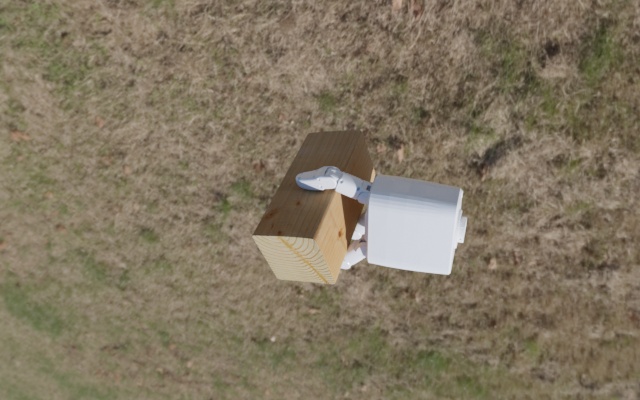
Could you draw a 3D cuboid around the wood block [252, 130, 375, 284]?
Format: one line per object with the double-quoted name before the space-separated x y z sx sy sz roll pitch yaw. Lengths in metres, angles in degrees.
"wood block" 0.000 0.002 0.660 0.090 0.091 0.206 1 45 26
